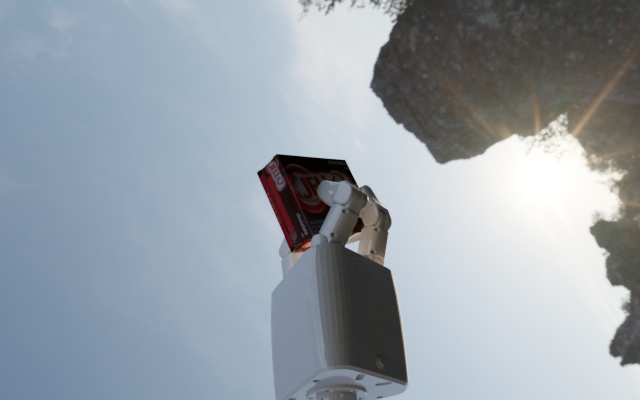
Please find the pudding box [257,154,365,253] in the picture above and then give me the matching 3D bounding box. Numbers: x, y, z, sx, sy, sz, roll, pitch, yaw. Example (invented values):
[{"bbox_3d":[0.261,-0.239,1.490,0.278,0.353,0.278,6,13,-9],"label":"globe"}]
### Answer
[{"bbox_3d":[0.000,0.002,0.481,0.039,0.090,0.113,-35,-20,32],"label":"pudding box"}]
